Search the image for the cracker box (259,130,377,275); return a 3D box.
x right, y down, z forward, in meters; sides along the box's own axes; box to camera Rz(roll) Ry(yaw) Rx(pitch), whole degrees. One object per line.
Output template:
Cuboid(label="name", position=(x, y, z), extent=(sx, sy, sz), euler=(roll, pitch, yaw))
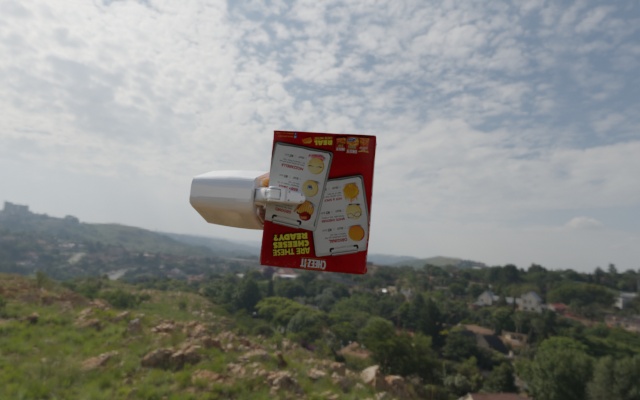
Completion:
Cuboid(label="cracker box", position=(0.000, 0.002, 0.756), extent=(0.164, 0.213, 0.072), euler=(4, -6, 9))
